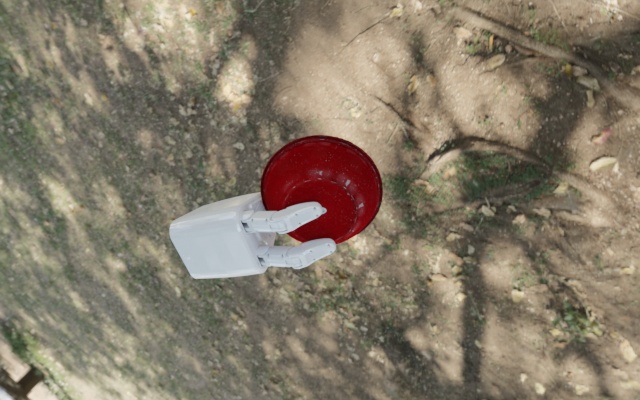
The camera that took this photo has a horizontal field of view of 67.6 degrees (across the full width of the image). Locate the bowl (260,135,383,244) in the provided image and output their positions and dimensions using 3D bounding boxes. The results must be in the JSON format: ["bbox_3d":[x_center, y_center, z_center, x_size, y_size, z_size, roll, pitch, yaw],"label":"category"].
[{"bbox_3d":[0.001,0.002,0.604,0.162,0.162,0.055,0,29,3],"label":"bowl"}]
